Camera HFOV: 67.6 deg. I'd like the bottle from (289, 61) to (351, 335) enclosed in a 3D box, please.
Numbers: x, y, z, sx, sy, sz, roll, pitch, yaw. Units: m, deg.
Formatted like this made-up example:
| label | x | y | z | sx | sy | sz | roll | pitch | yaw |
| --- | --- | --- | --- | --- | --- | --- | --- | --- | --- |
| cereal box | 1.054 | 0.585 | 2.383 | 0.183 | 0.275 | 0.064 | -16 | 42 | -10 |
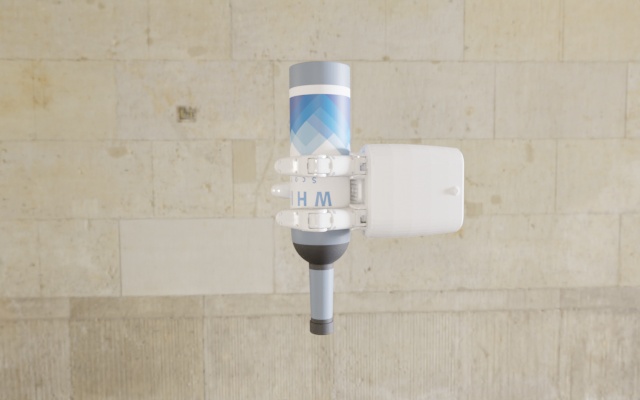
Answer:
| label | x | y | z | sx | sy | sz | roll | pitch | yaw |
| --- | --- | --- | --- | --- | --- | --- | --- | --- | --- |
| bottle | 0.000 | 0.001 | 0.532 | 0.069 | 0.296 | 0.069 | -1 | 4 | 0 |
